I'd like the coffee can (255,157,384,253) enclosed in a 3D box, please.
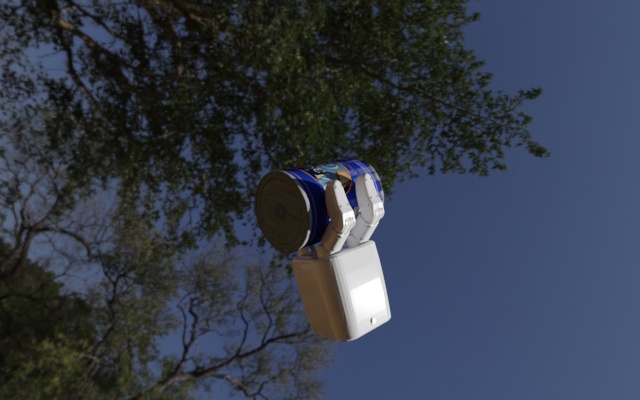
[{"bbox_3d":[0.000,0.002,0.629,0.140,0.103,0.103,-14,10,-42],"label":"coffee can"}]
